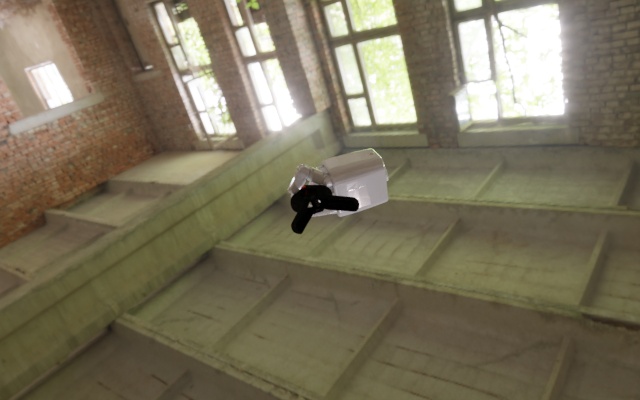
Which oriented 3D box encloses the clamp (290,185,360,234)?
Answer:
[{"bbox_3d":[0.000,0.003,0.855,0.120,0.039,0.171,-13,23,-3],"label":"clamp"}]
